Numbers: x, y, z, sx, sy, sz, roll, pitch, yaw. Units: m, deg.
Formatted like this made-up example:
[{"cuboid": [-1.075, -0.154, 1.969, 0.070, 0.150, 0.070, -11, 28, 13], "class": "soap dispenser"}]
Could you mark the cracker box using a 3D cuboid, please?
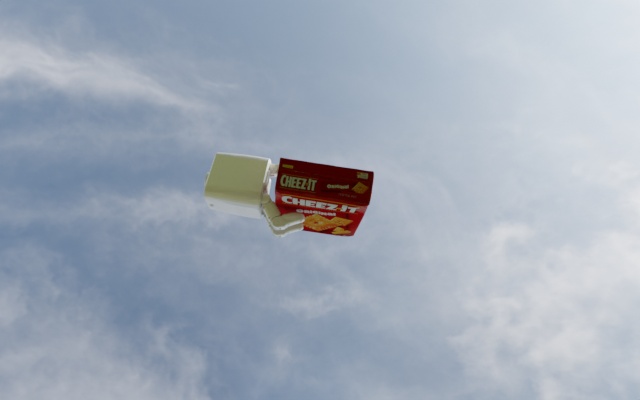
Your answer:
[{"cuboid": [0.000, 0.003, 0.898, 0.164, 0.072, 0.214, 8, -19, -1], "class": "cracker box"}]
